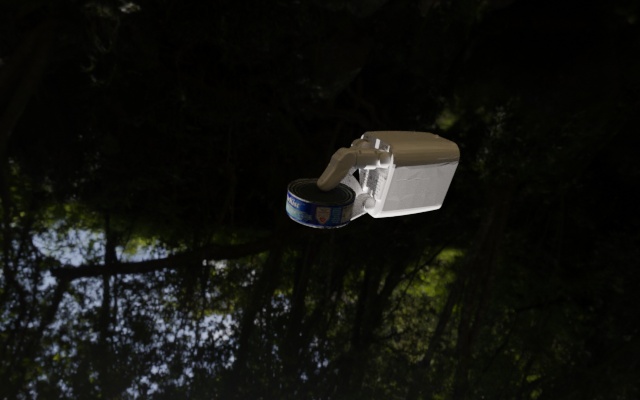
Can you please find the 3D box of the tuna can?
[{"bbox_3d":[0.000,0.002,0.598,0.086,0.034,0.086,7,22,-3],"label":"tuna can"}]
